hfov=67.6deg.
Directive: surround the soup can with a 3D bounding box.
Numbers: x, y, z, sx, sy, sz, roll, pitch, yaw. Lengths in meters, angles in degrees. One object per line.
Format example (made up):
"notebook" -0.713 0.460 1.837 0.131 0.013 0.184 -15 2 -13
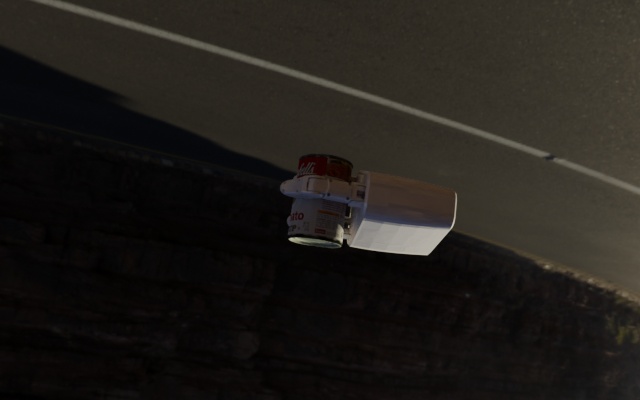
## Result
"soup can" 0.000 0.002 0.582 0.068 0.102 0.068 8 -13 2
